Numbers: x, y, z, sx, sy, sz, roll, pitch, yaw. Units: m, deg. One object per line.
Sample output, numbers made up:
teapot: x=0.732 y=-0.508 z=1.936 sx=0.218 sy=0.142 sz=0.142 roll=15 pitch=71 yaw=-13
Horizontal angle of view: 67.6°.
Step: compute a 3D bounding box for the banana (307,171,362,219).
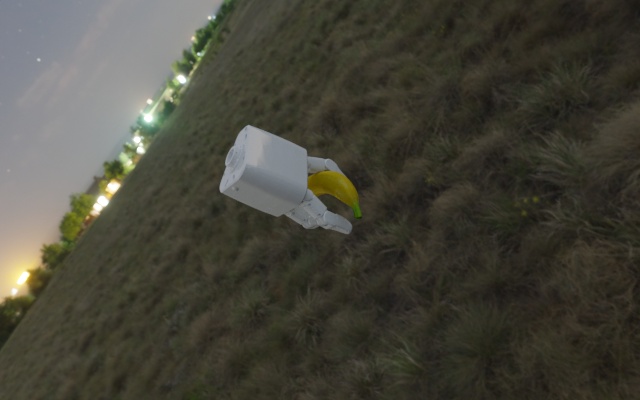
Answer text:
banana: x=0.005 y=-0.015 z=0.794 sx=0.037 sy=0.069 sz=0.198 roll=9 pitch=1 yaw=-31
